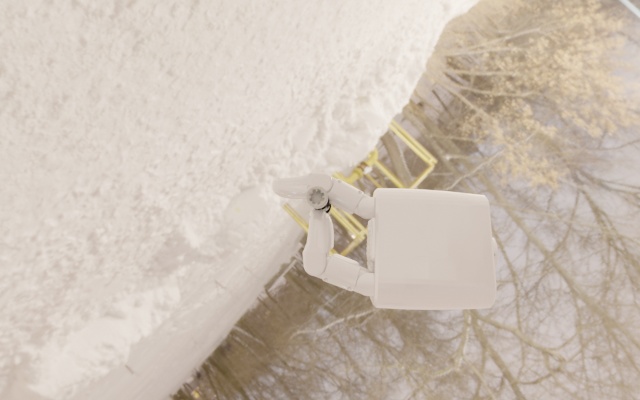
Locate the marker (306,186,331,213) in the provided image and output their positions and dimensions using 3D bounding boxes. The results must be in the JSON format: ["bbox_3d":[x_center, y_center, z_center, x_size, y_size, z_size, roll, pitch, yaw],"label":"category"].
[{"bbox_3d":[0.000,0.002,0.464,0.020,0.020,0.121,0,-5,3],"label":"marker"}]
